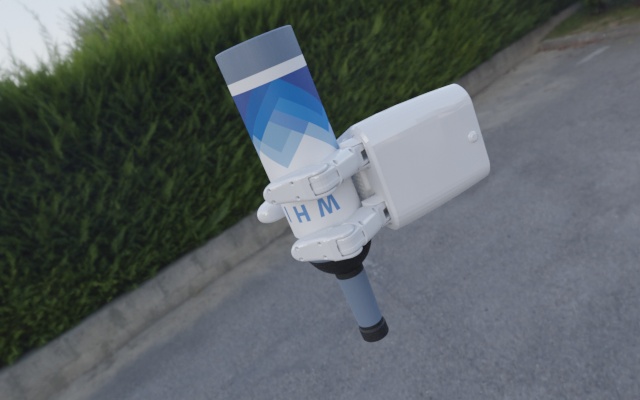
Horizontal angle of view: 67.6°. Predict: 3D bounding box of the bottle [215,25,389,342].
[{"bbox_3d":[0.000,0.001,0.427,0.069,0.296,0.069,-21,17,7],"label":"bottle"}]
